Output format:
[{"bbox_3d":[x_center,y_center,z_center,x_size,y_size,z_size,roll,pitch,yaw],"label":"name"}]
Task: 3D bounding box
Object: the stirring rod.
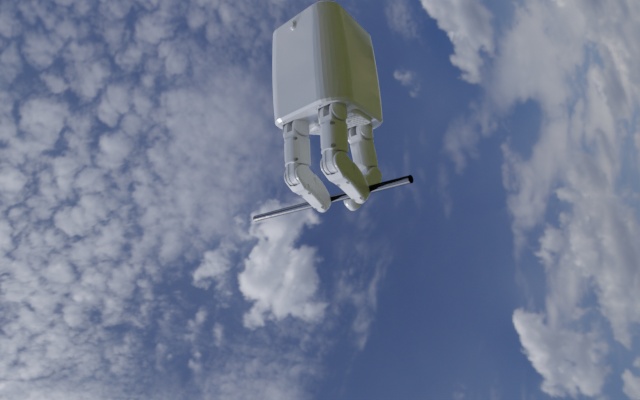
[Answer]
[{"bbox_3d":[0.000,0.002,0.521,0.011,0.011,0.239,0,-10,-44],"label":"stirring rod"}]
